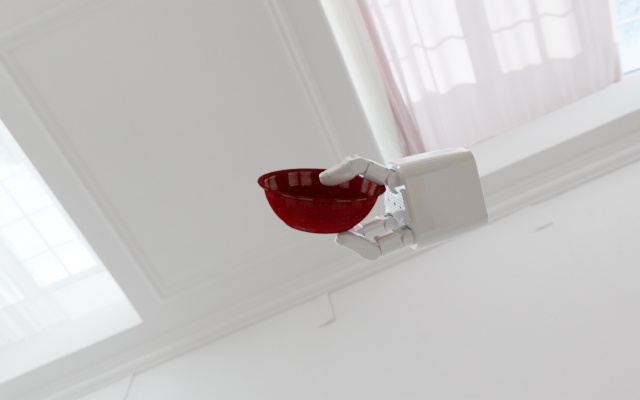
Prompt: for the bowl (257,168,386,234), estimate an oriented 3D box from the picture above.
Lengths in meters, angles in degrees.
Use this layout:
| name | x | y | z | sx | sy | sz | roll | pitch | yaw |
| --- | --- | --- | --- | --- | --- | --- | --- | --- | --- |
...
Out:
| name | x | y | z | sx | sy | sz | roll | pitch | yaw |
| --- | --- | --- | --- | --- | --- | --- | --- | --- | --- |
| bowl | -0.001 | 0.002 | 0.607 | 0.162 | 0.055 | 0.162 | 4 | 16 | -1 |
